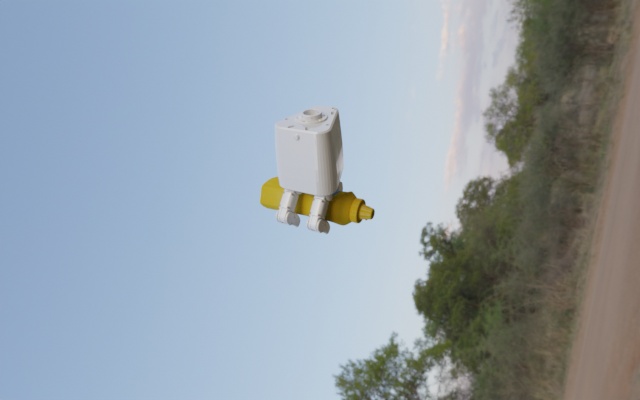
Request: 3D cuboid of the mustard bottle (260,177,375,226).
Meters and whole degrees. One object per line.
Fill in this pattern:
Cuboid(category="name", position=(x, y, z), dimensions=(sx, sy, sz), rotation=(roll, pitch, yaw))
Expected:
Cuboid(category="mustard bottle", position=(0.000, 0.003, 0.810), dimensions=(0.191, 0.058, 0.096), rotation=(12, 10, 25))
